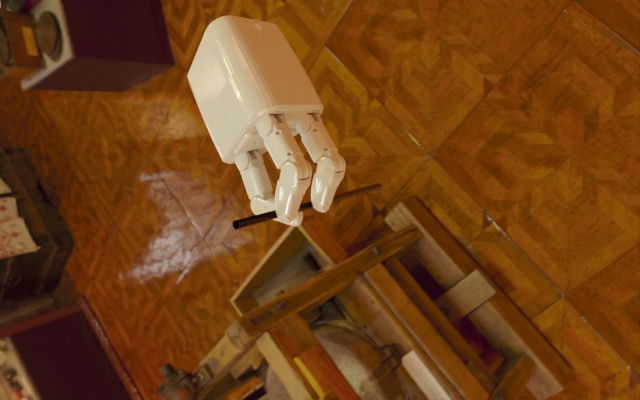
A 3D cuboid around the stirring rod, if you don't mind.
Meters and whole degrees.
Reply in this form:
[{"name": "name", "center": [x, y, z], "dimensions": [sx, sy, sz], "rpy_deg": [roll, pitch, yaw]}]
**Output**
[{"name": "stirring rod", "center": [0.000, 0.002, 0.502], "dimensions": [0.011, 0.011, 0.239], "rpy_deg": [0, 9, 38]}]
